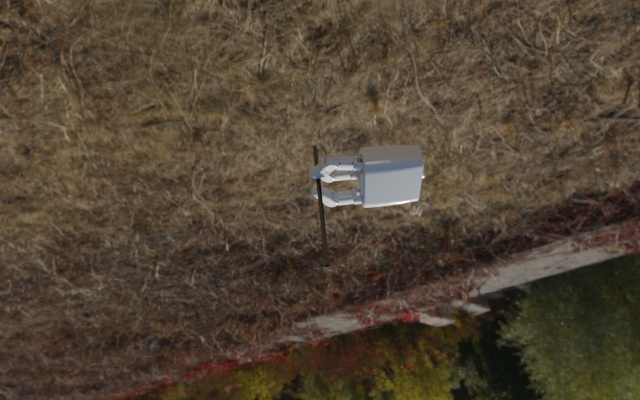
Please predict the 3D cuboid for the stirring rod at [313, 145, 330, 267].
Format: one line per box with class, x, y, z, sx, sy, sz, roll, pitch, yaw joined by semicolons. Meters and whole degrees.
stirring rod;0.000;0.003;0.835;0.011;0.239;0.011;-4;-30;-3
